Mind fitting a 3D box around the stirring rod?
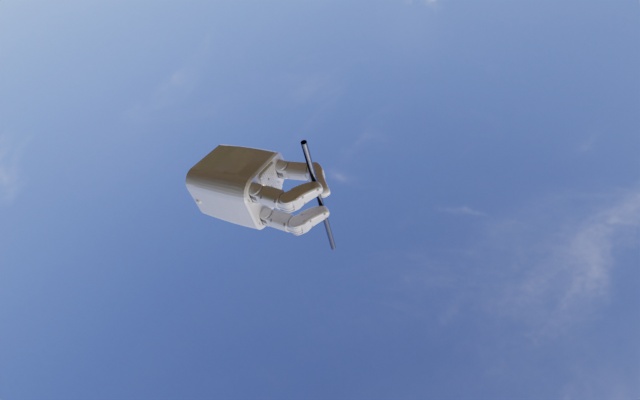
[{"bbox_3d":[0.000,0.002,0.682,0.011,0.011,0.240,0,-38,13],"label":"stirring rod"}]
